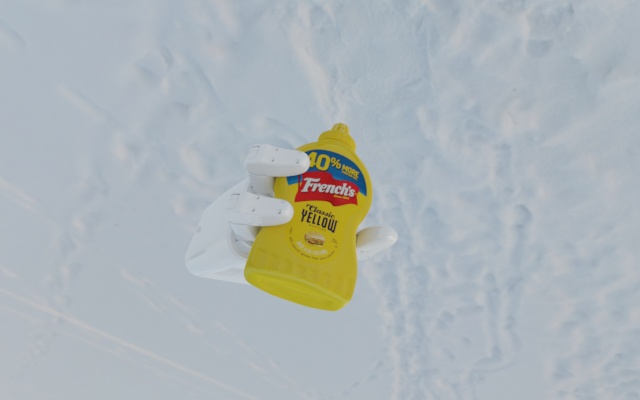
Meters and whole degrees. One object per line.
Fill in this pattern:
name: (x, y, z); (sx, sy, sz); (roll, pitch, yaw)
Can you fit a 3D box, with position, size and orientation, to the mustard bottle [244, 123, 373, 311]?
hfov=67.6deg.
mustard bottle: (0.000, 0.002, 0.457); (0.096, 0.191, 0.058); (19, -32, -6)
